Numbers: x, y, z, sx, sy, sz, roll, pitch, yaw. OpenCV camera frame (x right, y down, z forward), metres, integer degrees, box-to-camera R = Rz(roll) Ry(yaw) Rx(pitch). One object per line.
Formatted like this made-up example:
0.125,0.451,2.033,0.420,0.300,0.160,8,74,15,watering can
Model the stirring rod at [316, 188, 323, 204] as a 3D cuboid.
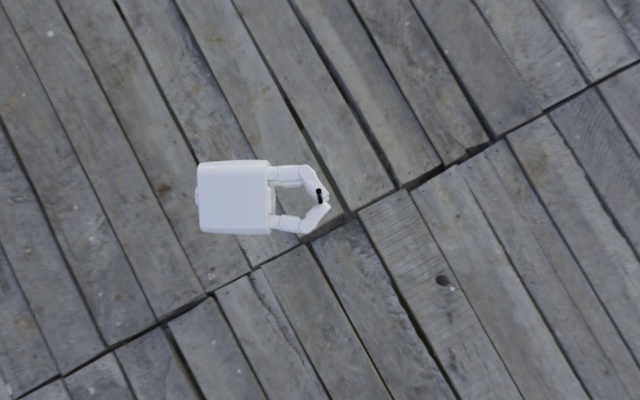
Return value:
0.000,0.002,0.738,0.011,0.011,0.239,0,-7,1,stirring rod
